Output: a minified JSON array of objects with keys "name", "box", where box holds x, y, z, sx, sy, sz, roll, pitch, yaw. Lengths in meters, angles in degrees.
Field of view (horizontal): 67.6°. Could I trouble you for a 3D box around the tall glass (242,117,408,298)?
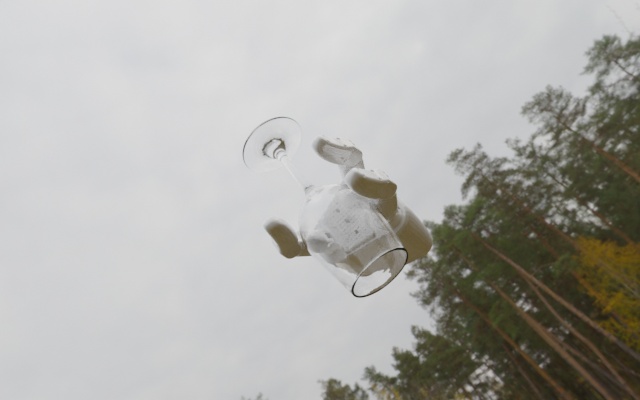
[{"name":"tall glass","box":[0.000,0.001,0.474,0.079,0.079,0.201,0,39,-43]}]
